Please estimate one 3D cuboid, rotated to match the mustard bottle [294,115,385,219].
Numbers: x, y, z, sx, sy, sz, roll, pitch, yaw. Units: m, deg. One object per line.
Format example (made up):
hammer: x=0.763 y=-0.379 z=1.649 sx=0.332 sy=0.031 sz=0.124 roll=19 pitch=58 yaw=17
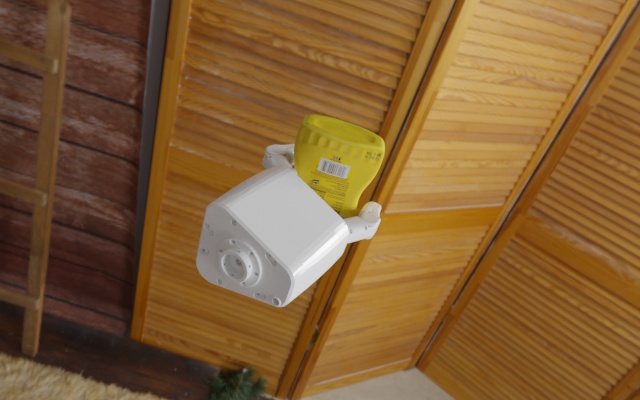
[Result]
mustard bottle: x=0.000 y=0.001 z=0.561 sx=0.096 sy=0.192 sz=0.058 roll=17 pitch=31 yaw=-4
